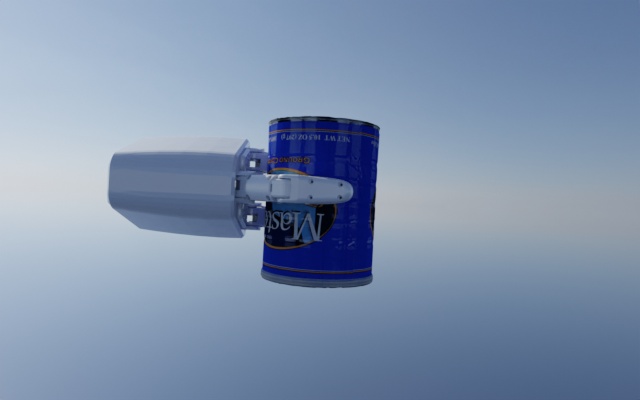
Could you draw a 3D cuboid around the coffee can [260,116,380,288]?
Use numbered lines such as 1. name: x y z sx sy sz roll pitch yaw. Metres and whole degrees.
1. coffee can: 0.000 0.002 0.438 0.103 0.140 0.103 3 0 0
